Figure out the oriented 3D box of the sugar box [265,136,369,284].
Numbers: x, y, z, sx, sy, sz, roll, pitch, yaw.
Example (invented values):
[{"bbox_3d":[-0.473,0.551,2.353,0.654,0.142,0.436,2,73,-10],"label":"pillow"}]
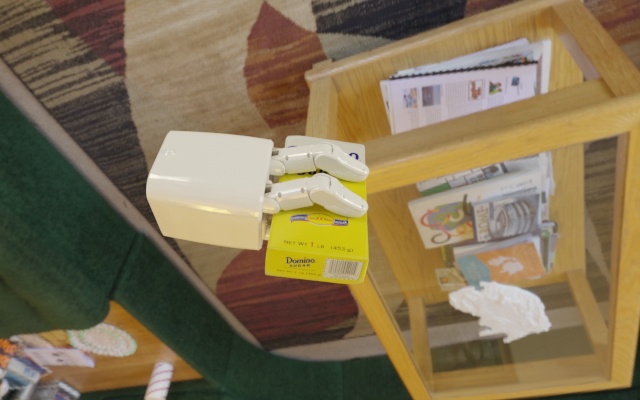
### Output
[{"bbox_3d":[0.000,0.001,0.493,0.093,0.048,0.176,7,44,-4],"label":"sugar box"}]
